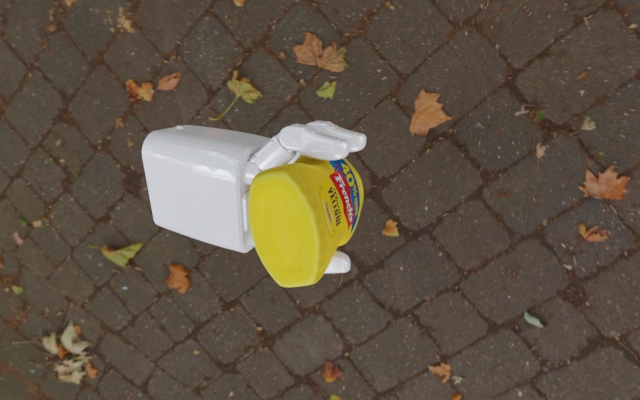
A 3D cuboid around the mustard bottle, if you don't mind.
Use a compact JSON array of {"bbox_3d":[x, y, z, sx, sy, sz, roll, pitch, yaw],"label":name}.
[{"bbox_3d":[0.000,0.002,0.450,0.058,0.096,0.191,-11,10,21],"label":"mustard bottle"}]
